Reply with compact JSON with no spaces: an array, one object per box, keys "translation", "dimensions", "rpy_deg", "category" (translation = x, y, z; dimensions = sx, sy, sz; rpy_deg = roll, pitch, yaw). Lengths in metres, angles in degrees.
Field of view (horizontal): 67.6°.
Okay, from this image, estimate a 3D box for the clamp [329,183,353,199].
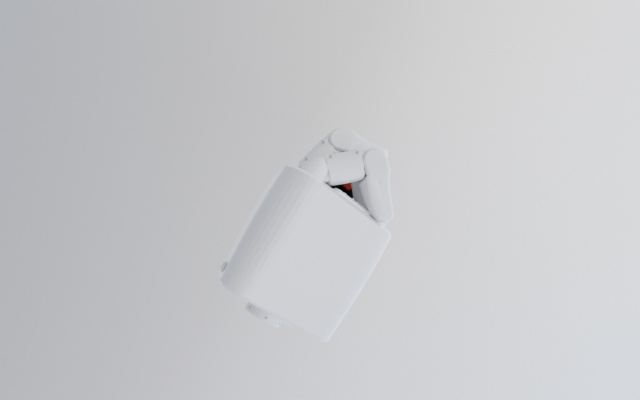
[{"translation":[0.001,0.002,0.505],"dimensions":[0.039,0.120,0.171],"rpy_deg":[34,-10,-5],"category":"clamp"}]
